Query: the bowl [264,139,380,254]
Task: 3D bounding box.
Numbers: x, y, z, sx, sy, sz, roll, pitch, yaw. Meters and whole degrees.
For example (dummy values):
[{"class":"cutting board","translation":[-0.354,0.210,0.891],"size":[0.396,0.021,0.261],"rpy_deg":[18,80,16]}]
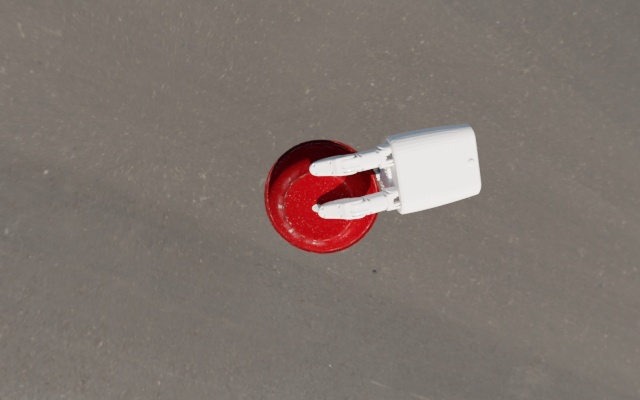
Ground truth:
[{"class":"bowl","translation":[-0.001,0.003,0.634],"size":[0.162,0.162,0.055],"rpy_deg":[0,13,4]}]
